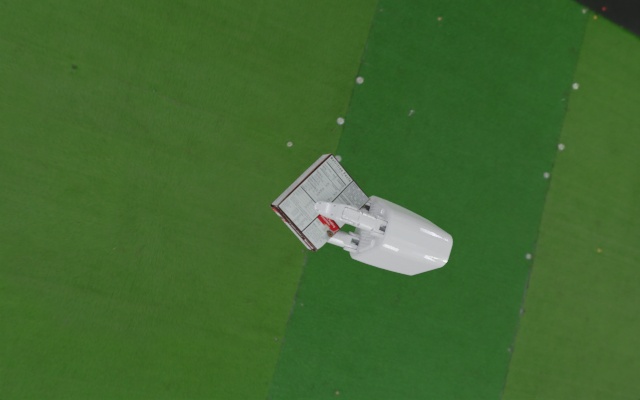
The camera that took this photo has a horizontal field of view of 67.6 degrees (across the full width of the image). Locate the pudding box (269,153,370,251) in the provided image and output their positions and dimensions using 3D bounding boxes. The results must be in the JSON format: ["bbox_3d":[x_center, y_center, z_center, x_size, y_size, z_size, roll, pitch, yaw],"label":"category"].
[{"bbox_3d":[0.000,0.002,0.672,0.113,0.090,0.039,-44,13,-15],"label":"pudding box"}]
